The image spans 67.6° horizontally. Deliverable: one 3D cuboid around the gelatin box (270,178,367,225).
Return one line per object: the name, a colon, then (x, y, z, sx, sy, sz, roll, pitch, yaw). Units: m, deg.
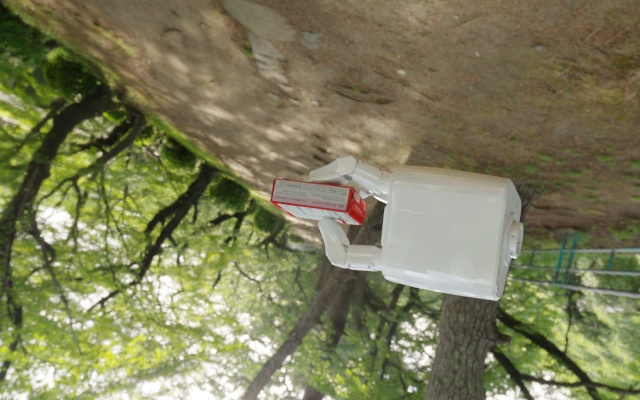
gelatin box: (0.000, 0.002, 0.519, 0.089, 0.030, 0.073, 6, -11, 17)
